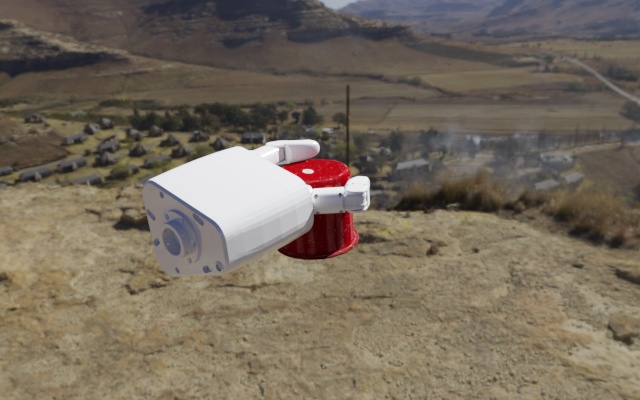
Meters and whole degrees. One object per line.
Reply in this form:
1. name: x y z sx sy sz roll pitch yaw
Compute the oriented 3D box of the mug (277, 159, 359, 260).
1. mug: 0.001 0.001 0.515 0.093 0.081 0.117 12 26 35
